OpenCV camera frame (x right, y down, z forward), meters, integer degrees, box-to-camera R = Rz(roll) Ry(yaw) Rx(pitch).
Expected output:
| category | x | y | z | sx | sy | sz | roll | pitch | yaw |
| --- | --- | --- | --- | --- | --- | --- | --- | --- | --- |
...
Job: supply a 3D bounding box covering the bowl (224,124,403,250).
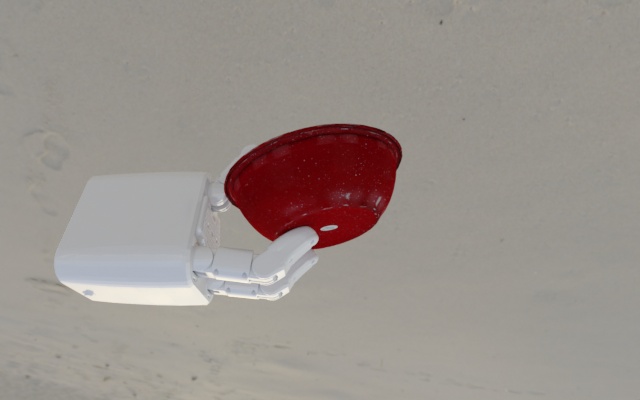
| category | x | y | z | sx | sy | sz | roll | pitch | yaw |
| --- | --- | --- | --- | --- | --- | --- | --- | --- | --- |
| bowl | 0.001 | 0.001 | 0.417 | 0.162 | 0.055 | 0.162 | -11 | -24 | -5 |
